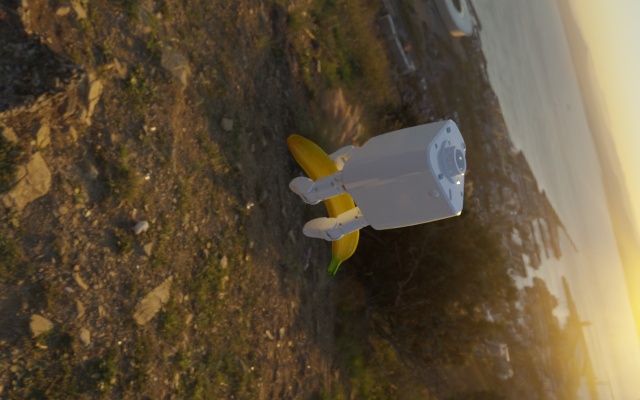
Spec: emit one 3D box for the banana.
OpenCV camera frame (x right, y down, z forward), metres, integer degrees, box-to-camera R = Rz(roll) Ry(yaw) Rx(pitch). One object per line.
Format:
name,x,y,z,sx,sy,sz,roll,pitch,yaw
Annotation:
banana,0.012,-0.001,0.640,0.037,0.198,0.069,-7,17,42
